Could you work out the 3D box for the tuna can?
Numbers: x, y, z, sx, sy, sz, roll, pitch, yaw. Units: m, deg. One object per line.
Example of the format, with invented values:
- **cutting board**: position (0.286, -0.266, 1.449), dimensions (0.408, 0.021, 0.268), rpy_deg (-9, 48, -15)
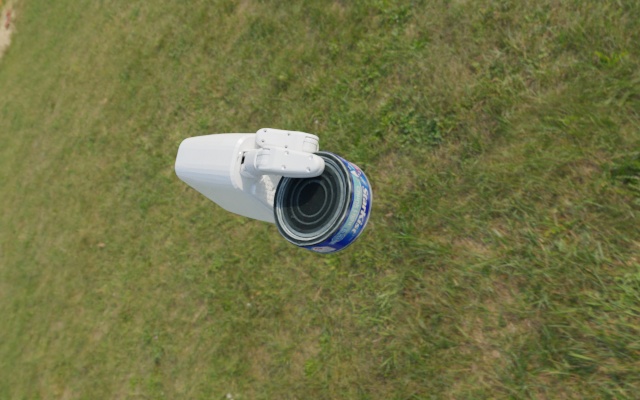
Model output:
- **tuna can**: position (0.000, 0.001, 0.415), dimensions (0.086, 0.086, 0.034), rpy_deg (0, -14, 37)
